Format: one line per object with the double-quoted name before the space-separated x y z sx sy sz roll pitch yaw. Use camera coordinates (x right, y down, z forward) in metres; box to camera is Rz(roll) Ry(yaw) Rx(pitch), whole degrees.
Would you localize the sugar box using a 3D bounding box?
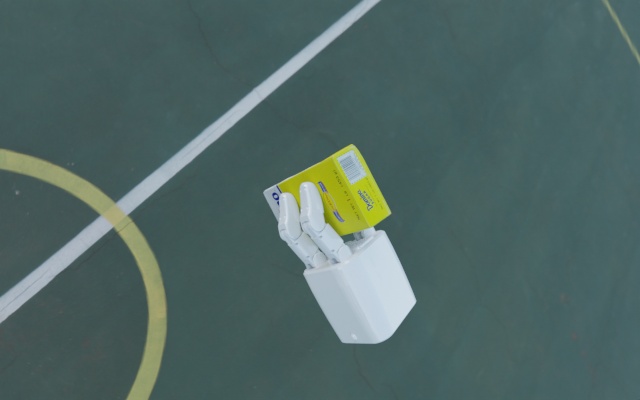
"sugar box" 0.000 0.002 0.603 0.048 0.093 0.176 -31 4 -37
